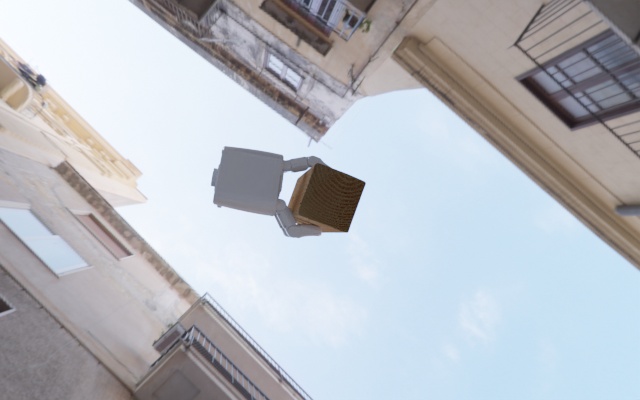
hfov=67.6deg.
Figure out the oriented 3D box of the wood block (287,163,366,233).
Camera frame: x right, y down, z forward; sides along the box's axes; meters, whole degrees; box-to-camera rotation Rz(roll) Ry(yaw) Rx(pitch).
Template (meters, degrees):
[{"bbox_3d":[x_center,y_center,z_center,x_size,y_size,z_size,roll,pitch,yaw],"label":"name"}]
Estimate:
[{"bbox_3d":[0.000,0.002,0.853,0.090,0.091,0.206,21,-7,-9],"label":"wood block"}]
